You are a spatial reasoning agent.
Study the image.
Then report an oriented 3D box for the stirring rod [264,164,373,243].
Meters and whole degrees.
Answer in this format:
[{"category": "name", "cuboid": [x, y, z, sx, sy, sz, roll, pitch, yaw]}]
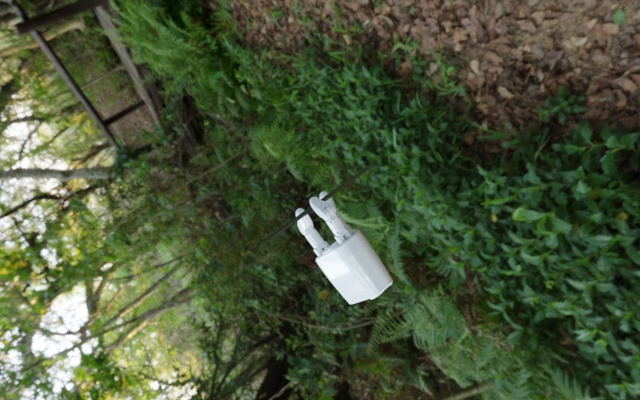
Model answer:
[{"category": "stirring rod", "cuboid": [0.000, 0.003, 0.846, 0.239, 0.011, 0.011, -36, 11, -16]}]
